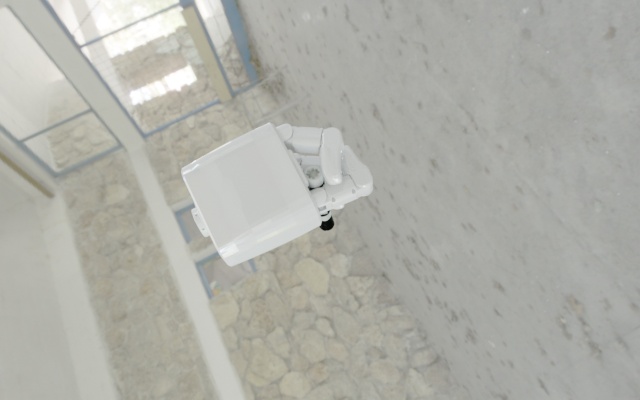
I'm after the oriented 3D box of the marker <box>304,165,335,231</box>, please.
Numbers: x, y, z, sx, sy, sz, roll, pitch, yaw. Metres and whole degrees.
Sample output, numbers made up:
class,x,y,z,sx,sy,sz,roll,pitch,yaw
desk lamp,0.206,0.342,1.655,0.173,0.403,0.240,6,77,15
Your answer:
class,x,y,z,sx,sy,sz,roll,pitch,yaw
marker,0.000,0.002,0.528,0.020,0.020,0.121,0,-29,9
